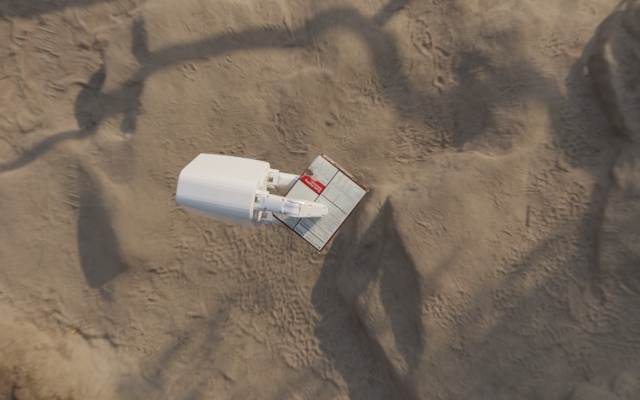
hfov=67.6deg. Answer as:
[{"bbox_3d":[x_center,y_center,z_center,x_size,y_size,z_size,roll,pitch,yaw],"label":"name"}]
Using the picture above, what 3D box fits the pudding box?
[{"bbox_3d":[0.000,0.002,0.673,0.090,0.113,0.039,38,7,0],"label":"pudding box"}]
